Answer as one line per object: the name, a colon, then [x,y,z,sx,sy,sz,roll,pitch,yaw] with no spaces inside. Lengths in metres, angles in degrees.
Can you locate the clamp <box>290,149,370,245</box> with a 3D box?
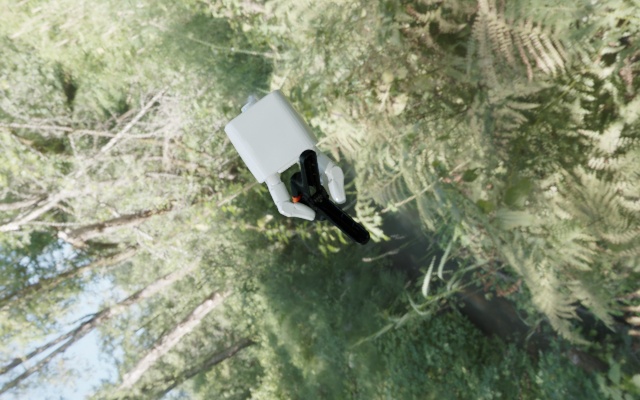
clamp: [-0.001,0.003,0.772,0.036,0.164,0.210,-36,6,-15]
